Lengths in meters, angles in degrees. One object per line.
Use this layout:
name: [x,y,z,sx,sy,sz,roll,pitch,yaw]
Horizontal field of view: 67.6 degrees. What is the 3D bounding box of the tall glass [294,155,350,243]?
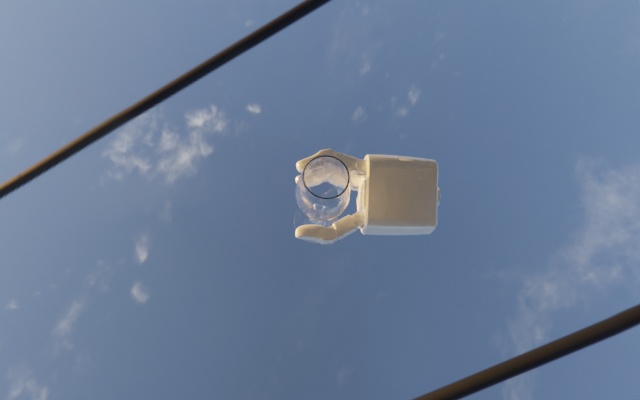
tall glass: [0.000,0.003,0.709,0.079,0.079,0.201,0,-19,-4]
